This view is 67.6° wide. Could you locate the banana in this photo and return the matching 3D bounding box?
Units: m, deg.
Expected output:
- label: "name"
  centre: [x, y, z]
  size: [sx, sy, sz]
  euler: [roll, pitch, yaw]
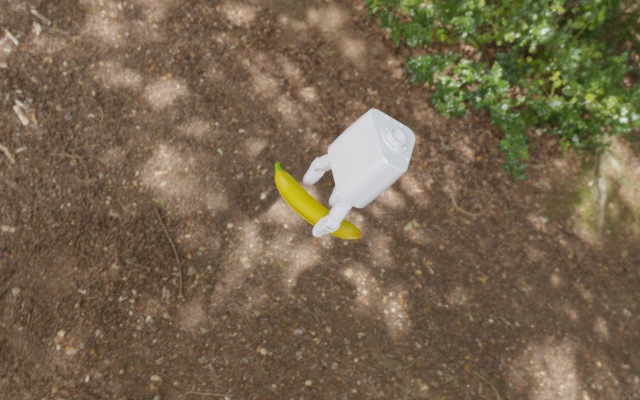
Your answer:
- label: "banana"
  centre: [-0.009, 0.010, 0.816]
  size: [0.037, 0.198, 0.069]
  euler: [-43, 7, 40]
